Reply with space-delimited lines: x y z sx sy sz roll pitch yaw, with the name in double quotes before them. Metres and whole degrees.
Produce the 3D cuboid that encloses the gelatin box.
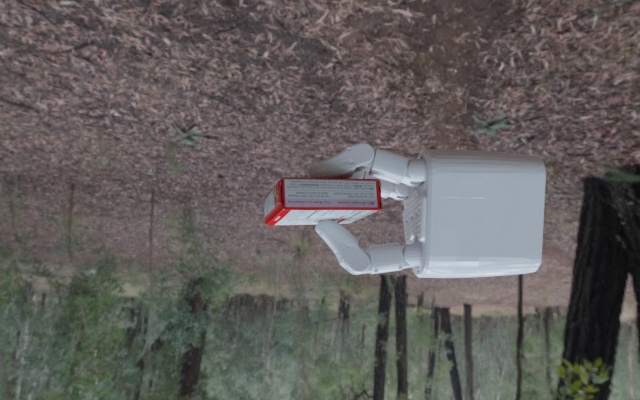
"gelatin box" 0.000 0.002 0.423 0.089 0.030 0.073 -1 -12 -17
